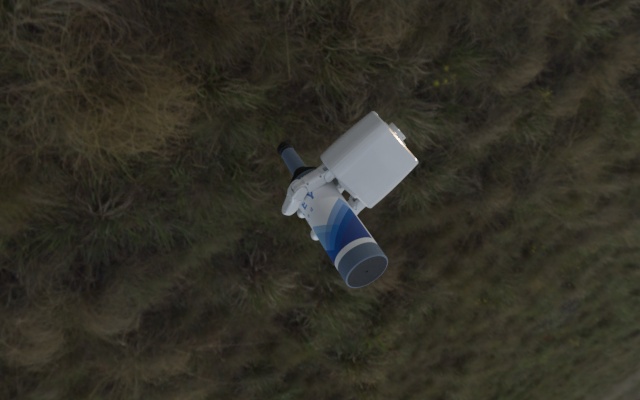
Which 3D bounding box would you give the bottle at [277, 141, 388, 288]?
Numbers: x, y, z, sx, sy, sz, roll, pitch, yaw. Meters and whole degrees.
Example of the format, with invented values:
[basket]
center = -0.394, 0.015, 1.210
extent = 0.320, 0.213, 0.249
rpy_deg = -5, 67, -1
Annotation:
[bottle]
center = 0.000, 0.003, 0.742
extent = 0.069, 0.069, 0.295
rpy_deg = 0, 40, -35
